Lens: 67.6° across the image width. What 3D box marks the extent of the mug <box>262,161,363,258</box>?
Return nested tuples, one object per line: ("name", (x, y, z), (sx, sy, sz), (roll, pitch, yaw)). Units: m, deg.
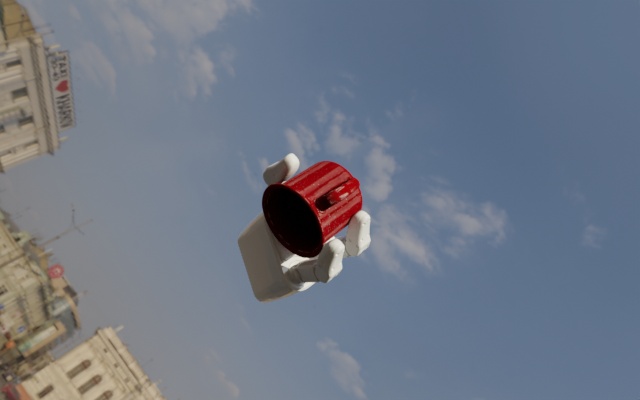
("mug", (0.001, 0.001, 0.537), (0.081, 0.093, 0.117), (-35, 1, -38))
